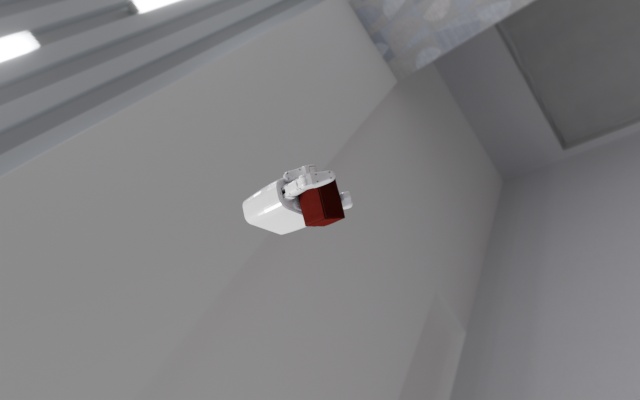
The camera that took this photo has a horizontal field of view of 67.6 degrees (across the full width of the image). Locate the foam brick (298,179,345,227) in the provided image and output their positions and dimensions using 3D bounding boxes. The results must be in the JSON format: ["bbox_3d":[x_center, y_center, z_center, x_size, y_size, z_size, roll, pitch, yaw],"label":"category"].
[{"bbox_3d":[0.000,0.003,0.830,0.051,0.078,0.053,-26,-19,39],"label":"foam brick"}]
